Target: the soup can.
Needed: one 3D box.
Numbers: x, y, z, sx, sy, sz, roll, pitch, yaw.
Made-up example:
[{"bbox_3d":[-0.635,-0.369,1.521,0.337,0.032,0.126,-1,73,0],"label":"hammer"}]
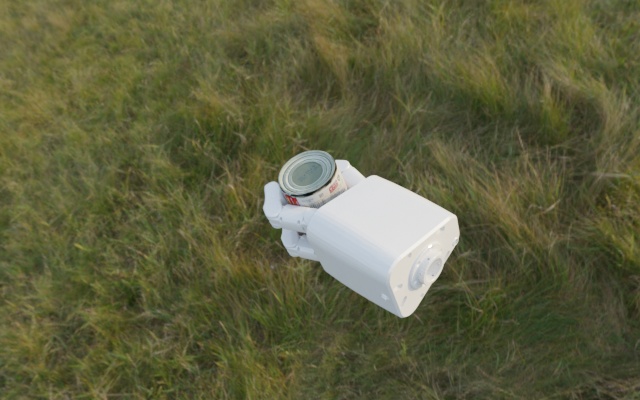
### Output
[{"bbox_3d":[0.000,0.001,0.544,0.068,0.068,0.102,0,-40,23],"label":"soup can"}]
